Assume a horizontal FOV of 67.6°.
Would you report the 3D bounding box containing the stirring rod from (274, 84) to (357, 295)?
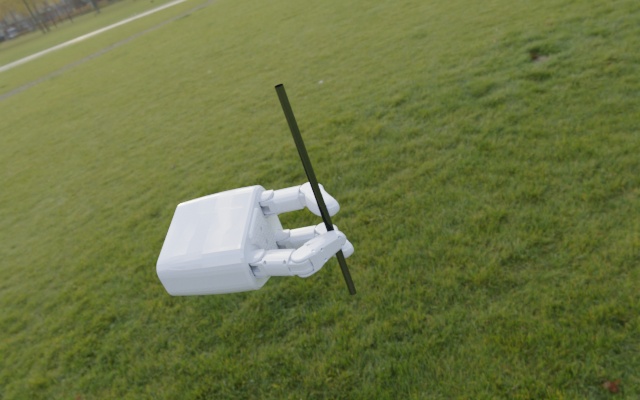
[{"bbox_3d":[0.000,0.002,0.464,0.011,0.240,0.011,-15,29,9],"label":"stirring rod"}]
